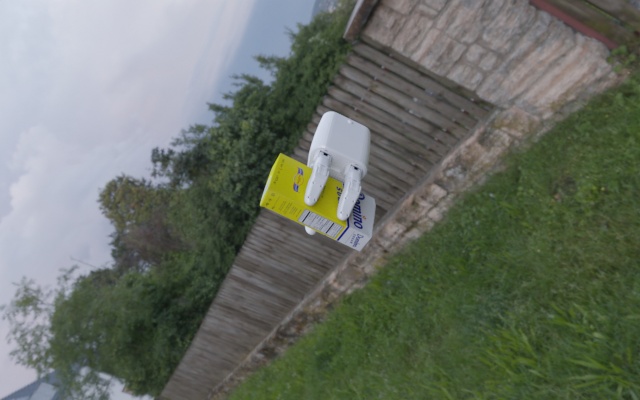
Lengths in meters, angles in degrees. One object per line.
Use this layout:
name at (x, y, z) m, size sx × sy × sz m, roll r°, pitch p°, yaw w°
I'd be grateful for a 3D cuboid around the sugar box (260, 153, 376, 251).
sugar box at (0.000, 0.002, 0.747) m, size 0.176 × 0.093 × 0.048 m, roll 23°, pitch -48°, yaw -10°
